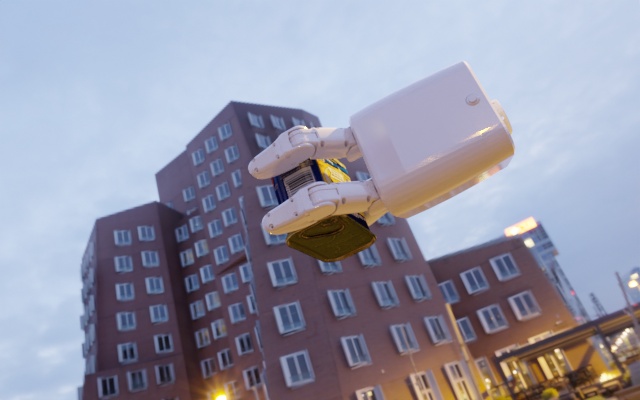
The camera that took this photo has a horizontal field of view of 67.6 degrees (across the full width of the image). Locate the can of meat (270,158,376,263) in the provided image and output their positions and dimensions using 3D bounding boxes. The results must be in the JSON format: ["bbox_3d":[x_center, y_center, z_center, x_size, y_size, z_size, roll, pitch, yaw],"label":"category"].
[{"bbox_3d":[0.000,0.001,0.438,0.057,0.084,0.102,-28,-28,17],"label":"can of meat"}]
